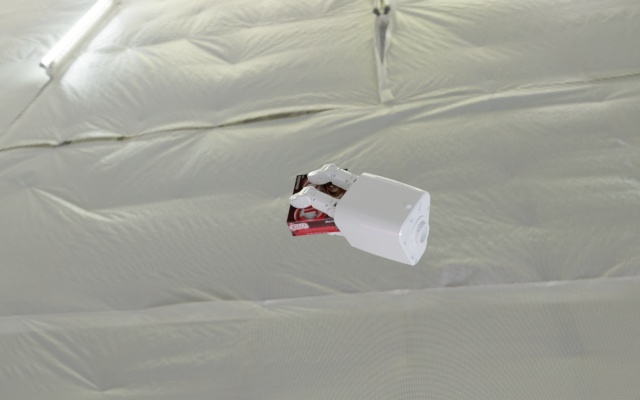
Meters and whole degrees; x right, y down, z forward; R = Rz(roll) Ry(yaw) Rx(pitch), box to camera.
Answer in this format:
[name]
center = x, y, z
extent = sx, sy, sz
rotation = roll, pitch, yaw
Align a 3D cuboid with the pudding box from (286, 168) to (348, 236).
[pudding box]
center = 0.000, 0.003, 0.761
extent = 0.090, 0.039, 0.113
rotation = -6, 41, 15
